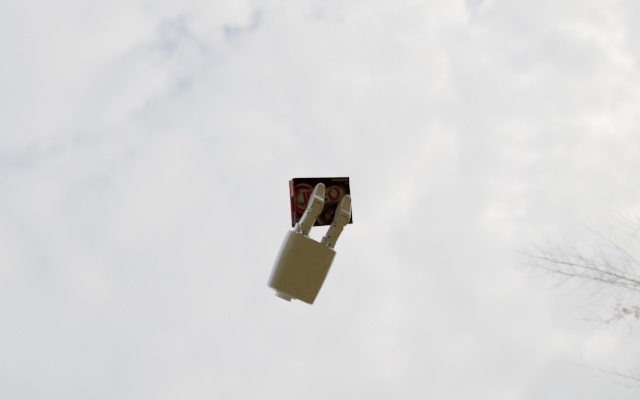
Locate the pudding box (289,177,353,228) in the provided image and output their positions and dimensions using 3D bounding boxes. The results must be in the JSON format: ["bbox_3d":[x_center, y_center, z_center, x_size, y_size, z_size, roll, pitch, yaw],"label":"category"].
[{"bbox_3d":[0.000,0.003,0.878,0.113,0.090,0.039,-2,-5,-22],"label":"pudding box"}]
